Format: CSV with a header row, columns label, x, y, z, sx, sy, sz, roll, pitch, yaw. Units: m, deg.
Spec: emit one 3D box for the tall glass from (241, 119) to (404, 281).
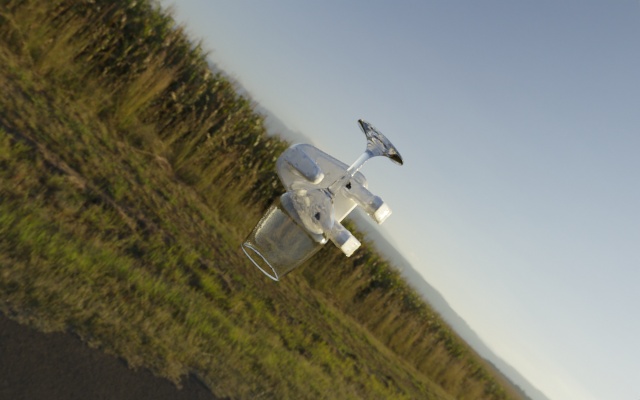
label,x,y,z,sx,sy,sz,roll,pitch,yaw
tall glass,0.001,0.001,0.556,0.201,0.079,0.079,-45,-1,-1
